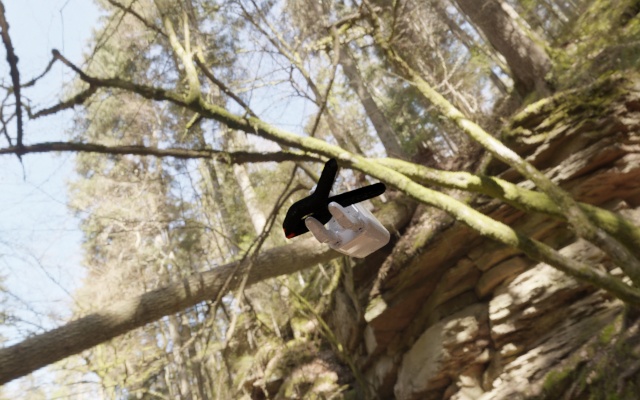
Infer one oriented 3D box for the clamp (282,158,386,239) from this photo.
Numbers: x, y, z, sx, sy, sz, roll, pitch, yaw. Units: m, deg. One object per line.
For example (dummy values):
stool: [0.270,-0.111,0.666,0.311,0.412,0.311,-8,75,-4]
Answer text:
clamp: [0.000,0.003,0.884,0.210,0.036,0.165,-33,-35,20]
